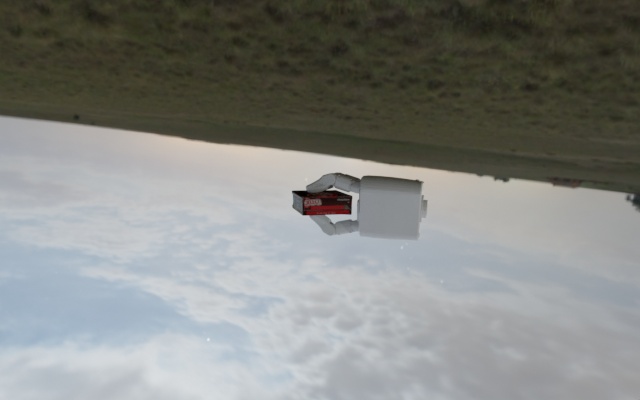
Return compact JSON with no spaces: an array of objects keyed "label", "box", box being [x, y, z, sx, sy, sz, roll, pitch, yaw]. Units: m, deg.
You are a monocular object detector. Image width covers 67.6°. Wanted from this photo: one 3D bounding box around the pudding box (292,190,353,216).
[{"label":"pudding box","box":[0.000,0.003,0.871,0.090,0.039,0.113,0,5,-13]}]
